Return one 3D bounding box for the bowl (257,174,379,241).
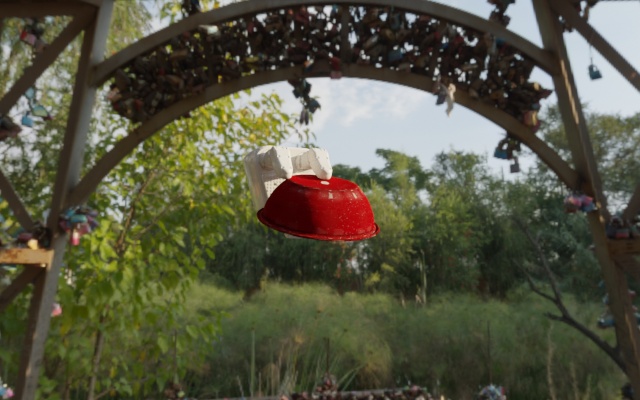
[{"bbox_3d":[0.001,0.002,0.619,0.162,0.055,0.162,7,14,-2],"label":"bowl"}]
